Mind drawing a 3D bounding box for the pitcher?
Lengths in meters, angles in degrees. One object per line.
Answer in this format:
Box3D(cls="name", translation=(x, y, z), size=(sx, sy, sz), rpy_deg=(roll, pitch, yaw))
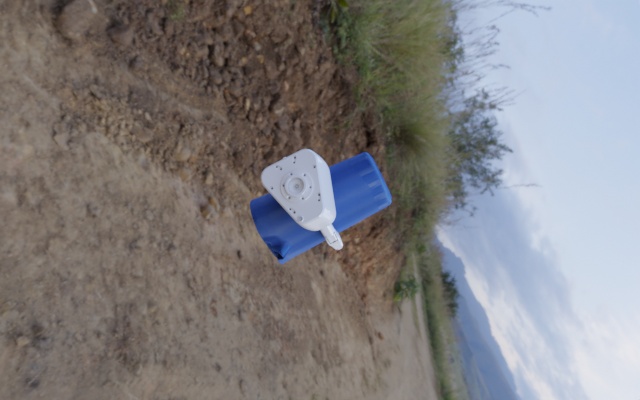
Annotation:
Box3D(cls="pitcher", translation=(0.000, 0.003, 0.893), size=(0.243, 0.149, 0.145), rpy_deg=(-26, -11, 5))
